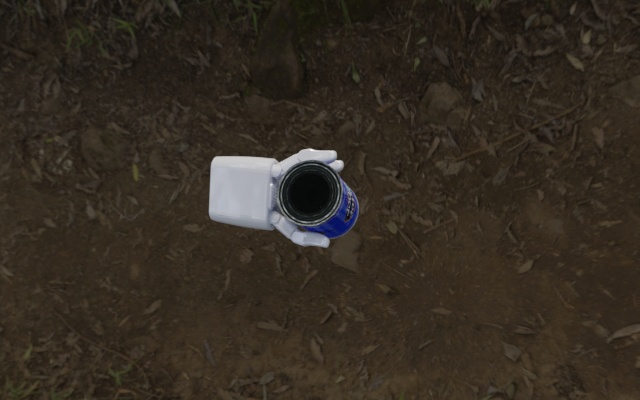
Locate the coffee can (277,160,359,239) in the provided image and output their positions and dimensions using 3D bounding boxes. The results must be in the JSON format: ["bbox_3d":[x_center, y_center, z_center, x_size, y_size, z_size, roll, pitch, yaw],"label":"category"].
[{"bbox_3d":[0.000,0.003,0.772,0.103,0.102,0.140,0,-12,14],"label":"coffee can"}]
